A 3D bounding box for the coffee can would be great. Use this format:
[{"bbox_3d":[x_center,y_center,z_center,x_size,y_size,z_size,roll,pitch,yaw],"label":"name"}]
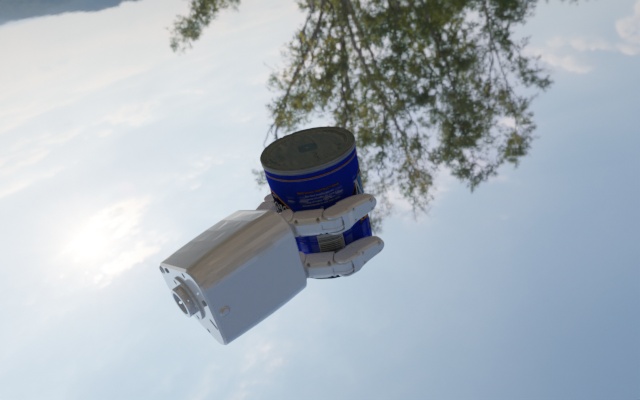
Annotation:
[{"bbox_3d":[0.000,0.002,0.536,0.103,0.140,0.102,-11,30,6],"label":"coffee can"}]
